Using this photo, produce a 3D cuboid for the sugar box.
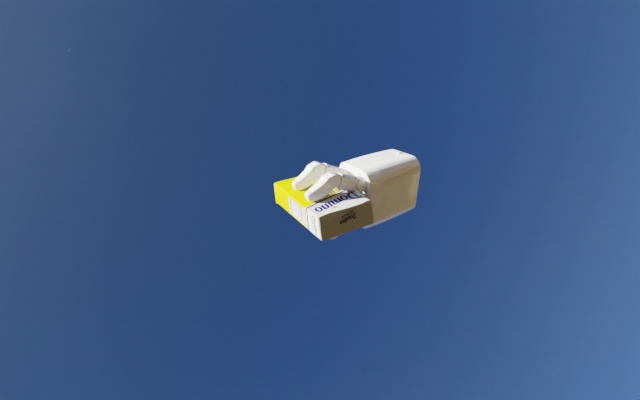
[{"bbox_3d":[0.000,0.002,0.771,0.093,0.048,0.176,-17,23,-23],"label":"sugar box"}]
